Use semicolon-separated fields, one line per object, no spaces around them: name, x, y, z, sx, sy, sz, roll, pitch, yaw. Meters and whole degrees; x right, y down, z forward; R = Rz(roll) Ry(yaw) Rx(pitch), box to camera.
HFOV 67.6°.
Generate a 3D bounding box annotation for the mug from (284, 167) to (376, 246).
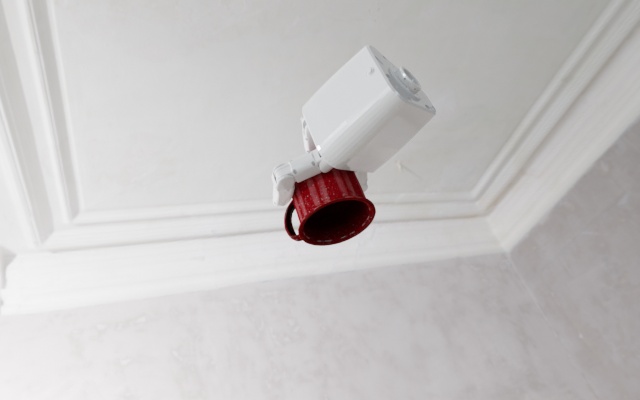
mug;-0.001;0.003;0.574;0.117;0.081;0.093;-40;-39;26
